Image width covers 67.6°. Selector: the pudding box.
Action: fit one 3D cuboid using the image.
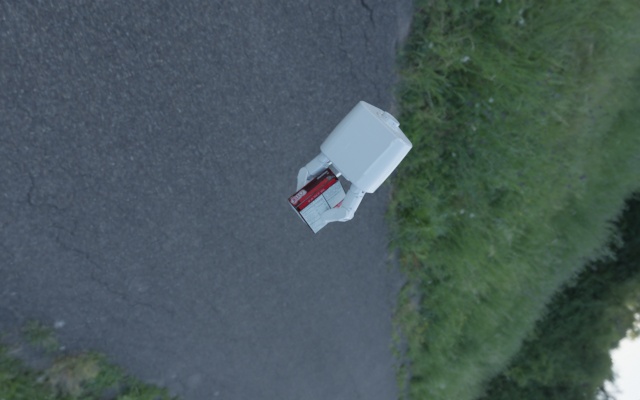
[{"bbox_3d":[0.000,0.003,0.839,0.090,0.039,0.113,-38,-29,-4],"label":"pudding box"}]
